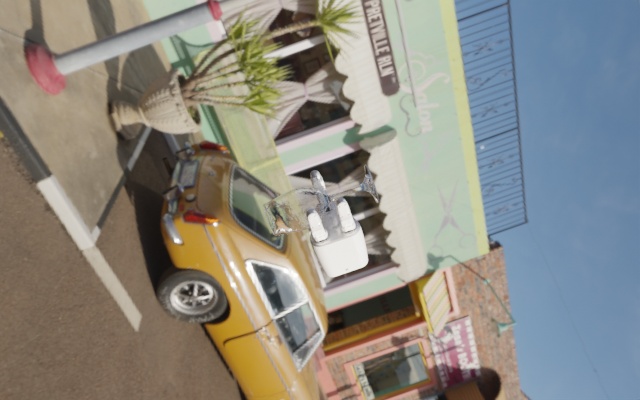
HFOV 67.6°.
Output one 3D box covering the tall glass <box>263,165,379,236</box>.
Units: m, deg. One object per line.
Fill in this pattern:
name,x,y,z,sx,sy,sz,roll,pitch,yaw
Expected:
tall glass,0.001,0.002,0.872,0.201,0.079,0.079,-19,0,1
